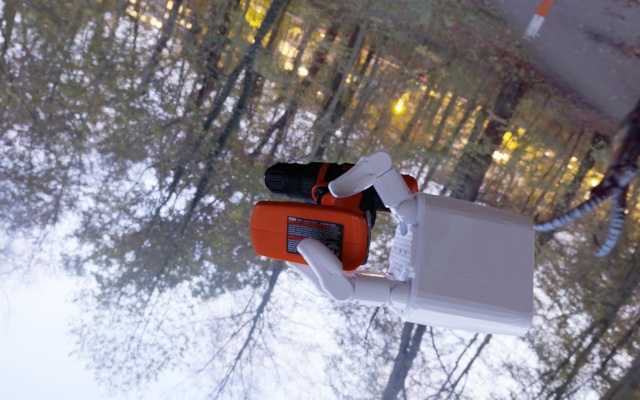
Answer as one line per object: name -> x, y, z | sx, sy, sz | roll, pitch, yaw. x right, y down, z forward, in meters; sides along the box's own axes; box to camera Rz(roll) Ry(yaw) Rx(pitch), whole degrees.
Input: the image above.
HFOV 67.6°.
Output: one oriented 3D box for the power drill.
power drill -> 0.000, 0.002, 0.494 | 0.184, 0.057, 0.187 | 6, 20, 17
